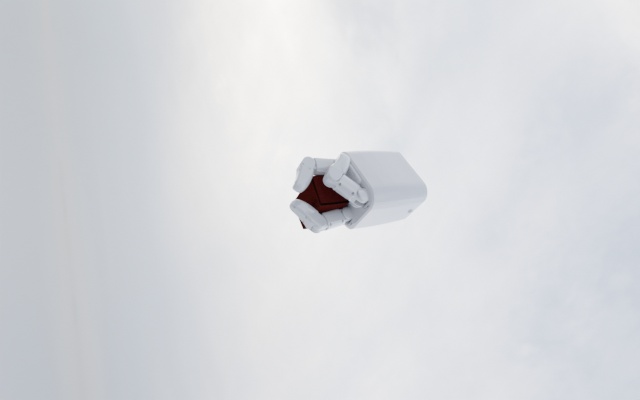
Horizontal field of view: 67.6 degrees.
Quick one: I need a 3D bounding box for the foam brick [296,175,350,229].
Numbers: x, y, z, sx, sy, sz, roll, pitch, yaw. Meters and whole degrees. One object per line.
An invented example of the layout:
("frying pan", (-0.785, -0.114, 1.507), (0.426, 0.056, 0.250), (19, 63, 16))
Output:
("foam brick", (0.000, 0.002, 0.732), (0.051, 0.053, 0.078), (-7, -27, -29))
